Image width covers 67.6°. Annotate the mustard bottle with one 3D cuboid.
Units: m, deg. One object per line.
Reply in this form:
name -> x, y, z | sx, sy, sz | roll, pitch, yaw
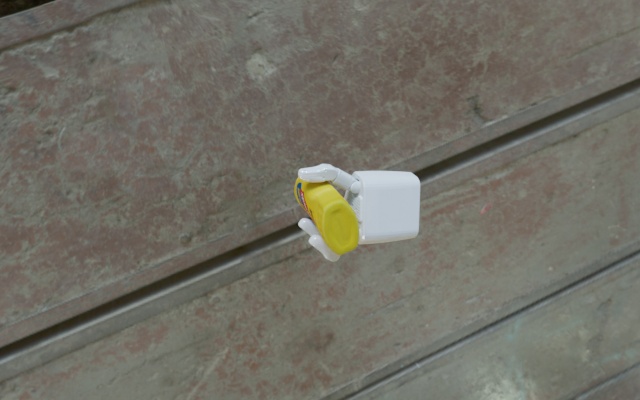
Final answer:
mustard bottle -> 0.000, 0.003, 0.777 | 0.058, 0.096, 0.191 | -25, 31, -8
